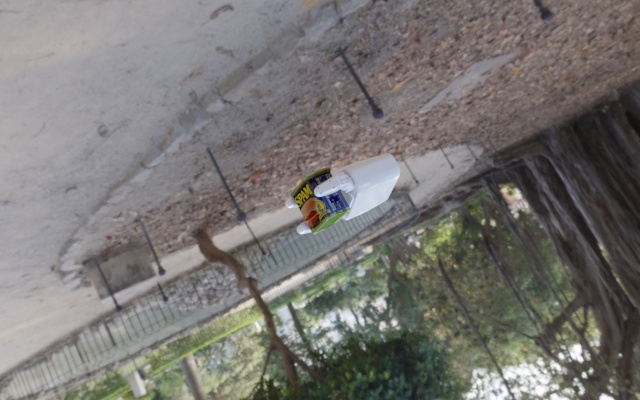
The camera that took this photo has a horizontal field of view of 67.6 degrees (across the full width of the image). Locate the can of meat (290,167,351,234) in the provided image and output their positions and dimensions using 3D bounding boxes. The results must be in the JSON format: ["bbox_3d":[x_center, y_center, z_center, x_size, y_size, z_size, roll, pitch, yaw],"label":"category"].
[{"bbox_3d":[0.000,0.003,0.847,0.057,0.084,0.102,-22,-12,-30],"label":"can of meat"}]
